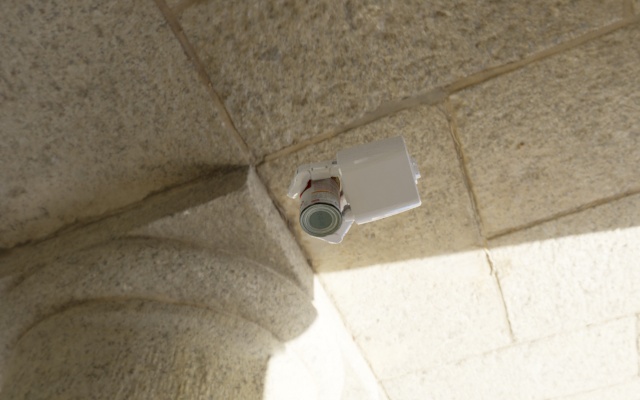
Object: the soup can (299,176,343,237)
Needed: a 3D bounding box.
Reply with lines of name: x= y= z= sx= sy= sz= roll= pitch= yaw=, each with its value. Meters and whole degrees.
soup can: x=0.000 y=0.003 z=0.762 sx=0.068 sy=0.069 sz=0.102 roll=0 pitch=35 yaw=-1
